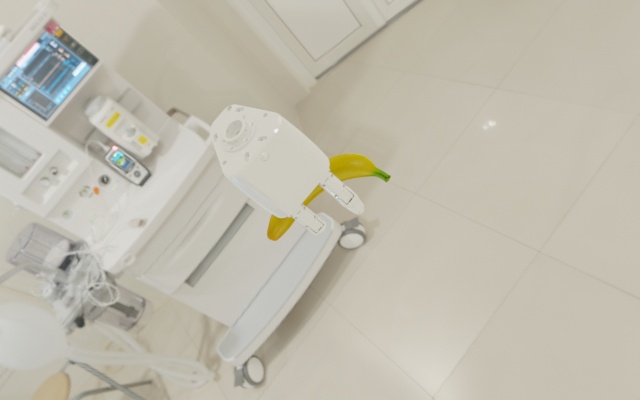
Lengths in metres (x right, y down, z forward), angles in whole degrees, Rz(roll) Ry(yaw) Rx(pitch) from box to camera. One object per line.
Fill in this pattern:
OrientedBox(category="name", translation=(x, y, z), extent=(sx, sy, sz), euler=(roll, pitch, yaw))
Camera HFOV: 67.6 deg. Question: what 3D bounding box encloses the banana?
OrientedBox(category="banana", translation=(-0.003, -0.015, 0.679), extent=(0.198, 0.069, 0.037), euler=(-29, -28, 14))
